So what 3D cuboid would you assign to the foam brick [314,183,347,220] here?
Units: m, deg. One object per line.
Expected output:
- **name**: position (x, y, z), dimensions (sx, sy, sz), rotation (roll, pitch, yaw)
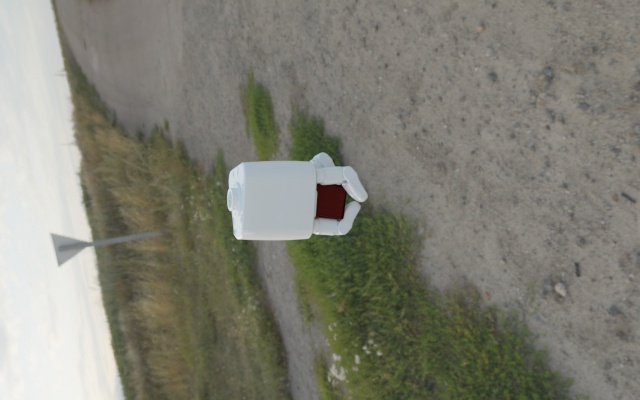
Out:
- **foam brick**: position (0.000, 0.003, 0.745), dimensions (0.051, 0.053, 0.078), rotation (11, -11, -22)
